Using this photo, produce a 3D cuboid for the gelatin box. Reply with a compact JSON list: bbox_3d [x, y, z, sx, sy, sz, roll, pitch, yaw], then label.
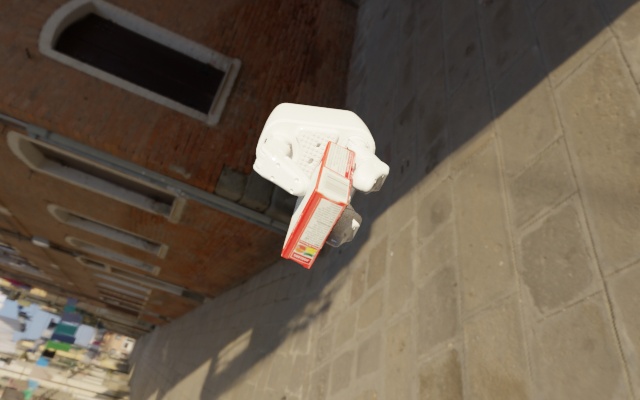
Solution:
[{"bbox_3d":[0.000,0.001,0.405,0.030,0.073,0.089,24,33,-7],"label":"gelatin box"}]
